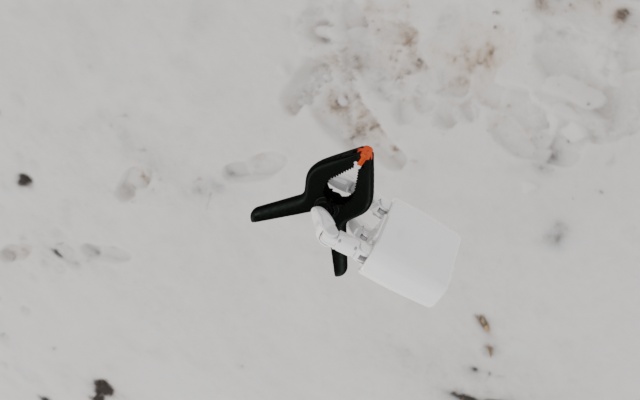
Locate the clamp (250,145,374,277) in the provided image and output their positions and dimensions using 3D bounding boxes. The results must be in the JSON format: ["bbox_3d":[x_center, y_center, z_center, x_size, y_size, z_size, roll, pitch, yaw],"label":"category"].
[{"bbox_3d":[0.000,0.002,0.655,0.164,0.210,0.036,27,37,-1],"label":"clamp"}]
